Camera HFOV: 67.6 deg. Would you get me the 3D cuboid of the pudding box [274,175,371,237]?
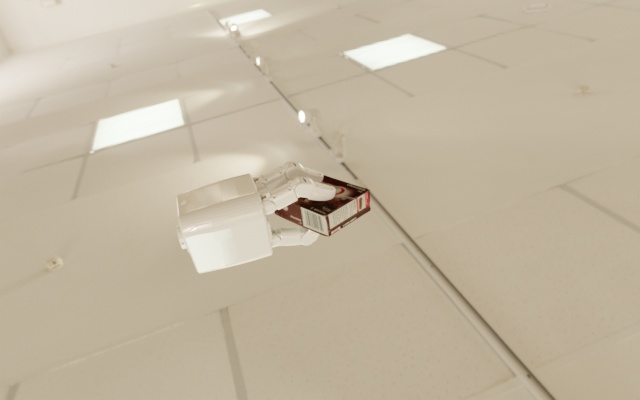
[{"bbox_3d":[0.000,0.002,0.673,0.113,0.039,0.090,23,40,40],"label":"pudding box"}]
